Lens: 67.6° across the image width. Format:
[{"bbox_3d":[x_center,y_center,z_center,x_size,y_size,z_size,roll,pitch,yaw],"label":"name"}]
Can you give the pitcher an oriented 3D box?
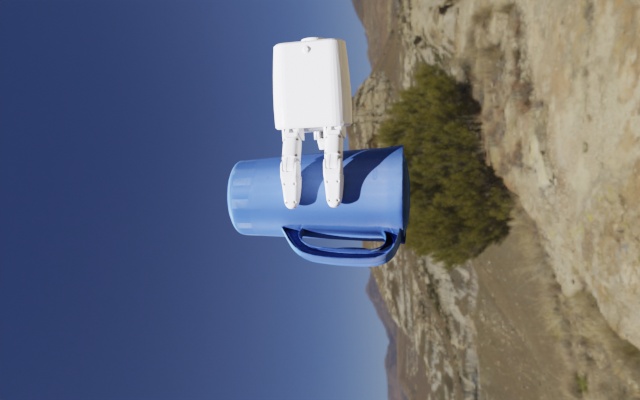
[{"bbox_3d":[0.000,0.002,0.656,0.243,0.145,0.149,-1,10,12],"label":"pitcher"}]
